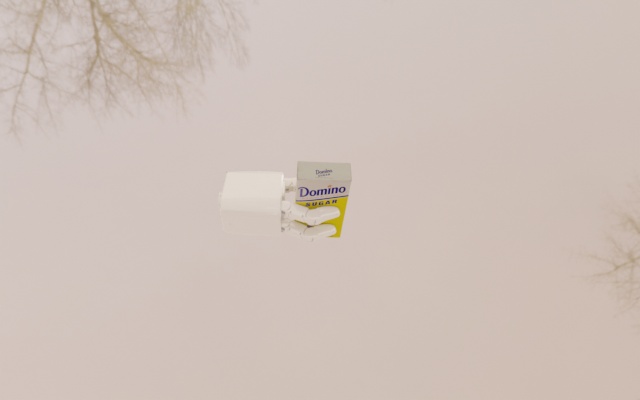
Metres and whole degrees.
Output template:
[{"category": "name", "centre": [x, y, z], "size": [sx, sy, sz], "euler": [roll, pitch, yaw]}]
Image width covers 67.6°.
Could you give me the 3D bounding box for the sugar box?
[{"category": "sugar box", "centre": [0.000, 0.003, 0.859], "size": [0.093, 0.048, 0.176], "euler": [1, -35, -3]}]
